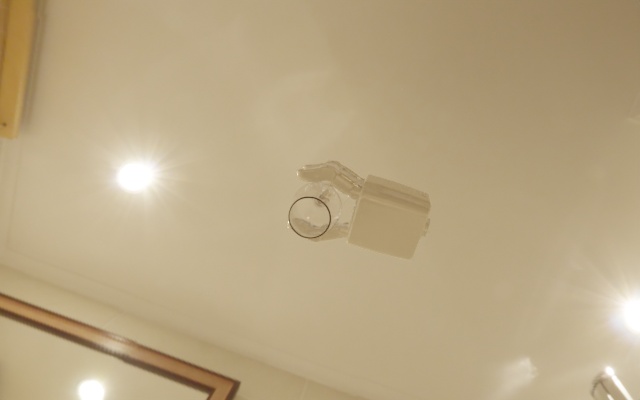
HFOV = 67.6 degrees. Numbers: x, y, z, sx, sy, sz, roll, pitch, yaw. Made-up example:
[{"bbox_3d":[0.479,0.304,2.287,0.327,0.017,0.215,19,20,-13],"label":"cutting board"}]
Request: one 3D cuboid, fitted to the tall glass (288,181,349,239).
[{"bbox_3d":[0.000,0.002,0.769,0.079,0.079,0.201,0,13,10],"label":"tall glass"}]
